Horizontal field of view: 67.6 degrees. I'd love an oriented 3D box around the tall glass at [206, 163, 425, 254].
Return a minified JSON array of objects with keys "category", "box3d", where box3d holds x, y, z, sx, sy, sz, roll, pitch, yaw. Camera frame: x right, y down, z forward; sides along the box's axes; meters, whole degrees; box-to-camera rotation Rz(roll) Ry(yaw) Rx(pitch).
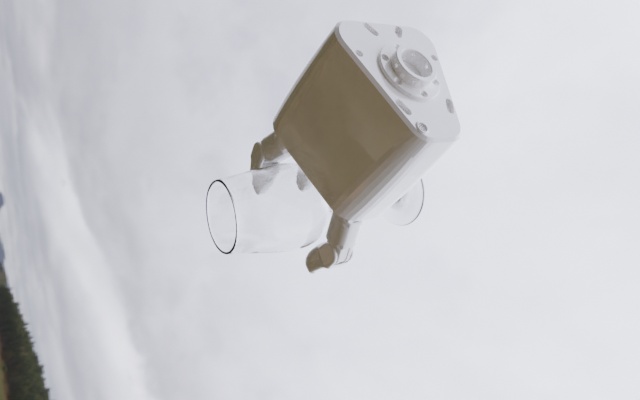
[{"category":"tall glass","box3d":[0.001,0.001,0.444,0.201,0.079,0.079,-9,5,-34]}]
